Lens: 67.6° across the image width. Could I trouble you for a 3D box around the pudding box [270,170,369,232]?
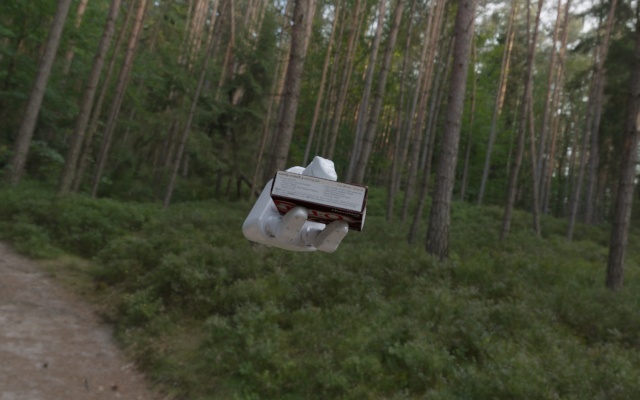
[{"bbox_3d":[0.000,0.002,0.586,0.113,0.039,0.090,9,-15,6],"label":"pudding box"}]
